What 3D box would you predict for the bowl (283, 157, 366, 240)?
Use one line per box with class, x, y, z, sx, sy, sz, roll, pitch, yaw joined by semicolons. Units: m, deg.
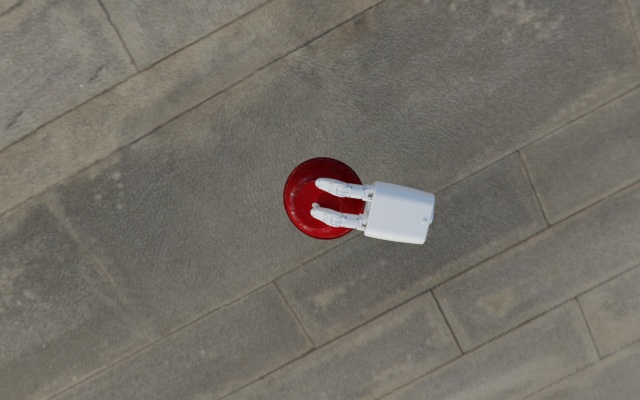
bowl;-0.001;0.003;0.882;0.162;0.162;0.055;0;13;14
